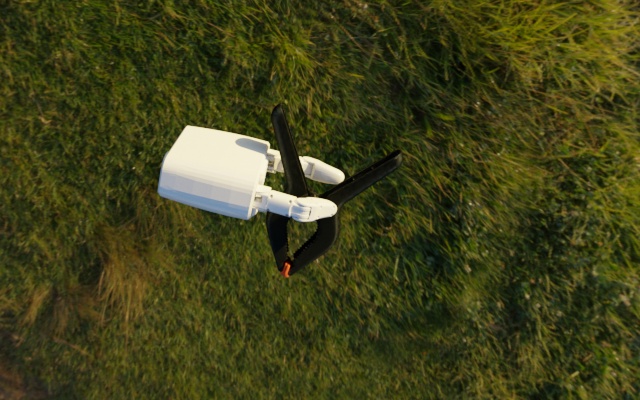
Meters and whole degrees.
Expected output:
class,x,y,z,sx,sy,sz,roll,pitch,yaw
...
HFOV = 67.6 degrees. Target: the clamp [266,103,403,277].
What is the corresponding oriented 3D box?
class,x,y,z,sx,sy,sz,roll,pitch,yaw
clamp,0.000,0.003,0.588,0.164,0.210,0.036,14,17,-3
